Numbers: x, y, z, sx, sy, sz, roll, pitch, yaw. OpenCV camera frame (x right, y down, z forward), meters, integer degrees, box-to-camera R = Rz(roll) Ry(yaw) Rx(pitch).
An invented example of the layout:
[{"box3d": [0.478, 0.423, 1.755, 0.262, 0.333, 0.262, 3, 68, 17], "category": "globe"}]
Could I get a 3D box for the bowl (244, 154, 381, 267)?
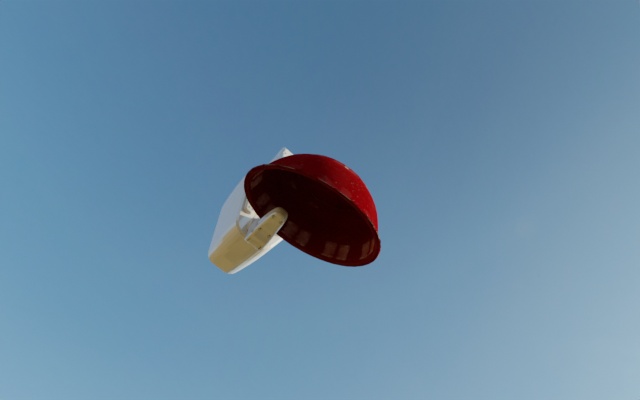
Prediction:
[{"box3d": [0.001, 0.001, 0.512, 0.162, 0.055, 0.162, 24, -30, 15], "category": "bowl"}]
